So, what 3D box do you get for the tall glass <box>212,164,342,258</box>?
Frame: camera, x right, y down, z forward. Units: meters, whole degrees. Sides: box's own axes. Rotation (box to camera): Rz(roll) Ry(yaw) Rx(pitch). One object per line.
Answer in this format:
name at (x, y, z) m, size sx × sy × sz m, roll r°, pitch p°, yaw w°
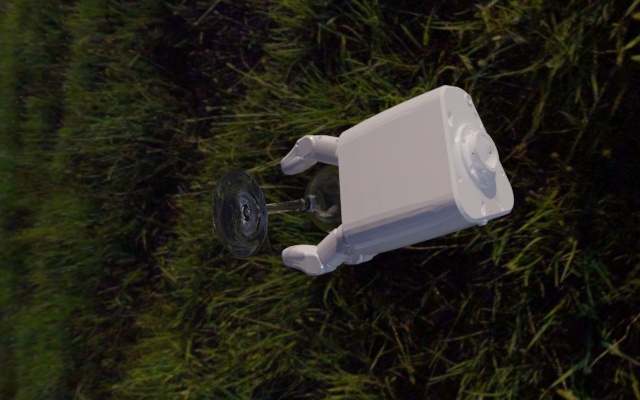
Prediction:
tall glass at (-0.001, 0.002, 0.468) m, size 0.079 × 0.079 × 0.201 m, roll 0°, pitch 5°, yaw 44°
